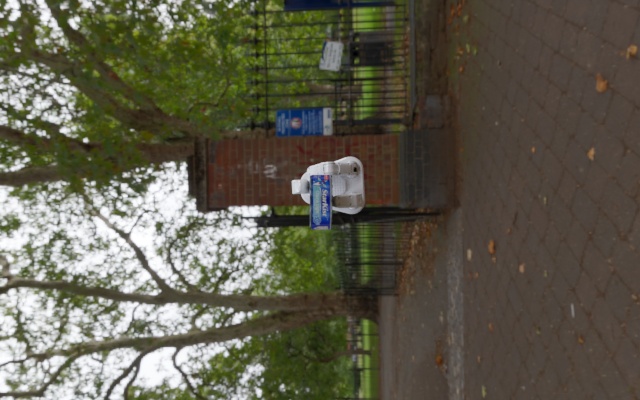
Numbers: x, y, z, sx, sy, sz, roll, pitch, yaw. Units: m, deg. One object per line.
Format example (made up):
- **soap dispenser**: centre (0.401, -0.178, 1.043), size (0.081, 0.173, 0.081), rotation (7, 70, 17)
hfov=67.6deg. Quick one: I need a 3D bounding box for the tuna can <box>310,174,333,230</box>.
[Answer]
- **tuna can**: centre (0.000, 0.002, 0.738), size (0.034, 0.086, 0.086), rotation (0, 0, -1)
